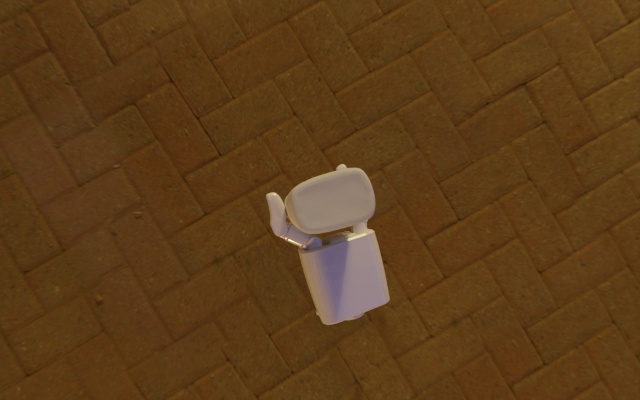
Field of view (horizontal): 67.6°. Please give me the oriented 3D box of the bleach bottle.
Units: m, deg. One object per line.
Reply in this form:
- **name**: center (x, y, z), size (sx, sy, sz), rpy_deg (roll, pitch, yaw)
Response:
- **bleach bottle**: center (0.000, 0.002, 0.678), size (0.102, 0.068, 0.251), rpy_deg (-15, 1, -6)
